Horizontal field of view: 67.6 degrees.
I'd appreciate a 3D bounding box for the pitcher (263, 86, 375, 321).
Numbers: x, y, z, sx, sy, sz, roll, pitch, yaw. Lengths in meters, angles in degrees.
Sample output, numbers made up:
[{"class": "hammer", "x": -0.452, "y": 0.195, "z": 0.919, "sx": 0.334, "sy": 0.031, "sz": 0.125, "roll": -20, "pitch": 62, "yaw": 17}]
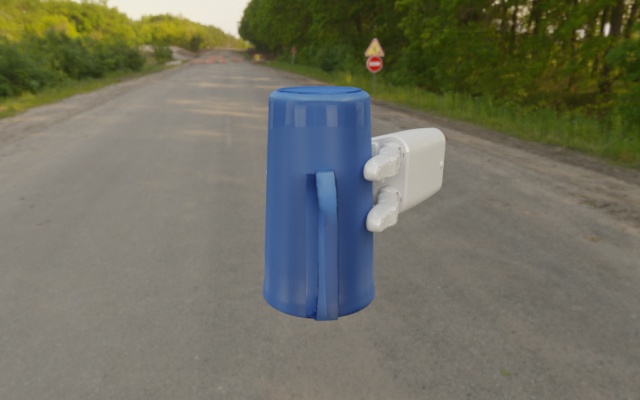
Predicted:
[{"class": "pitcher", "x": 0.000, "y": 0.002, "z": 0.528, "sx": 0.149, "sy": 0.243, "sz": 0.145, "roll": 15, "pitch": 22, "yaw": 39}]
